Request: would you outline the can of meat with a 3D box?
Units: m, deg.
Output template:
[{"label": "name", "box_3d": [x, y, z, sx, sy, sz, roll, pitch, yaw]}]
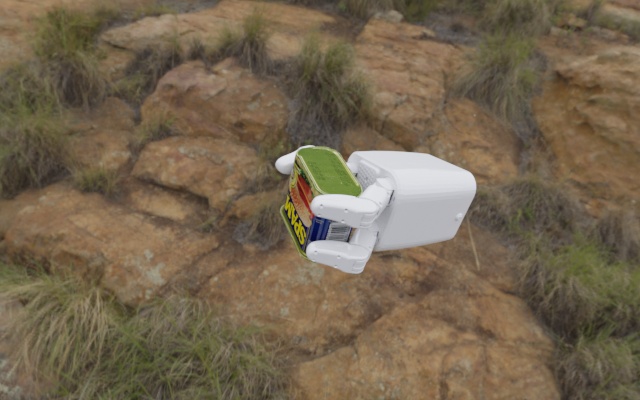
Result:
[{"label": "can of meat", "box_3d": [0.000, 0.001, 0.512, 0.057, 0.084, 0.102, -2, 37, -23]}]
